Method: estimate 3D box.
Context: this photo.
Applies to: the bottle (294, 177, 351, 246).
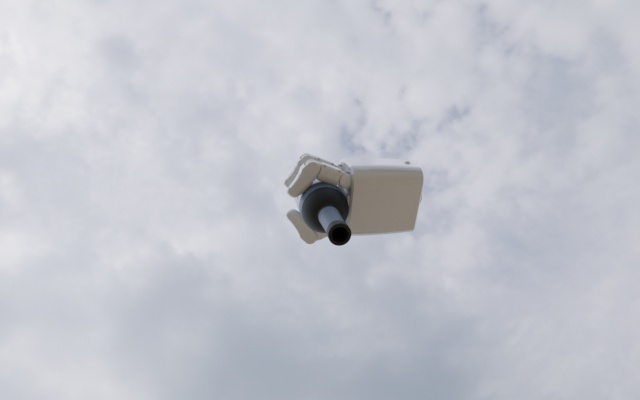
[{"bbox_3d":[0.000,0.002,0.687,0.069,0.069,0.295,0,15,-9],"label":"bottle"}]
